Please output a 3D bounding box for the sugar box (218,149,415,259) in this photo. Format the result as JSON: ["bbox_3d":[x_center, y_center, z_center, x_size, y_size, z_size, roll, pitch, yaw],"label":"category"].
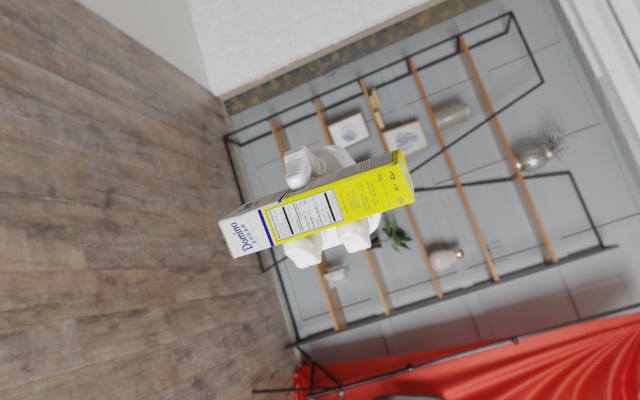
[{"bbox_3d":[0.000,0.002,0.464,0.176,0.048,0.093,-21,7,14],"label":"sugar box"}]
